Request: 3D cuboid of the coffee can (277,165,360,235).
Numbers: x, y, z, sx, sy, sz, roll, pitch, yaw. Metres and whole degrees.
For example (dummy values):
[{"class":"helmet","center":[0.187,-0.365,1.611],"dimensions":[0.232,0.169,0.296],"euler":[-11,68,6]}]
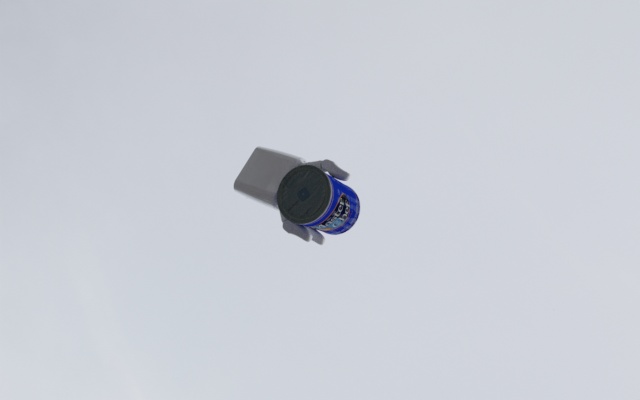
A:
[{"class":"coffee can","center":[0.000,0.003,0.863],"dimensions":[0.103,0.102,0.140],"euler":[0,-12,26]}]
